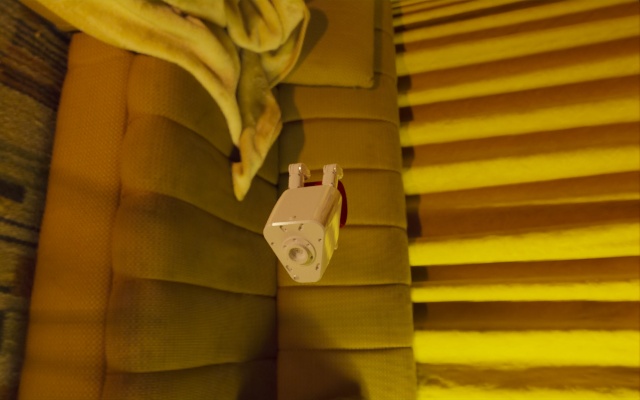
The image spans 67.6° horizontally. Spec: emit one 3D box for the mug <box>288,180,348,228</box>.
[{"bbox_3d":[0.001,0.002,0.817,0.081,0.093,0.117,-5,27,17],"label":"mug"}]
